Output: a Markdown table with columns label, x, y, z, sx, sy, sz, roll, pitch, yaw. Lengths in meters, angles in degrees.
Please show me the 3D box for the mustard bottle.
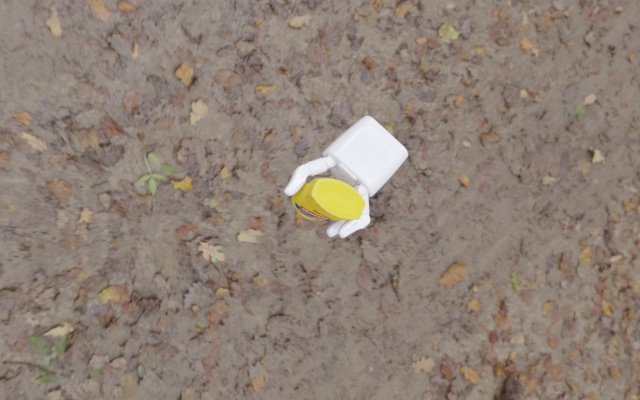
| label | x | y | z | sx | sy | sz | roll | pitch | yaw |
| --- | --- | --- | --- | --- | --- | --- | --- | --- | --- |
| mustard bottle | 0.000 | 0.003 | 0.848 | 0.096 | 0.058 | 0.191 | 24 | -11 | -16 |
